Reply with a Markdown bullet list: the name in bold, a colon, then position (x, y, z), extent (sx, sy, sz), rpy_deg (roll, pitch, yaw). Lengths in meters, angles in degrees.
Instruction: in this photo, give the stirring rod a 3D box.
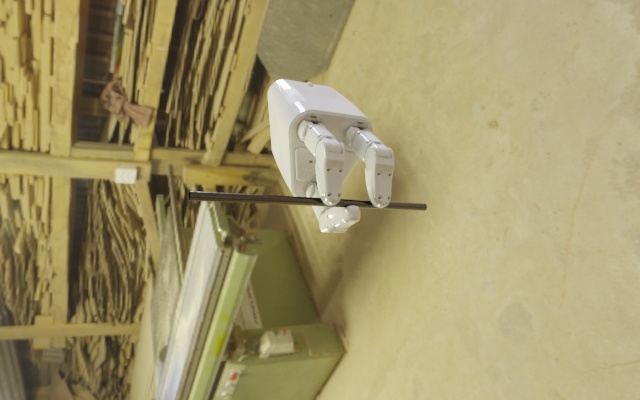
- **stirring rod**: position (0.000, 0.001, 0.446), extent (0.239, 0.011, 0.011), rpy_deg (3, -1, -25)
